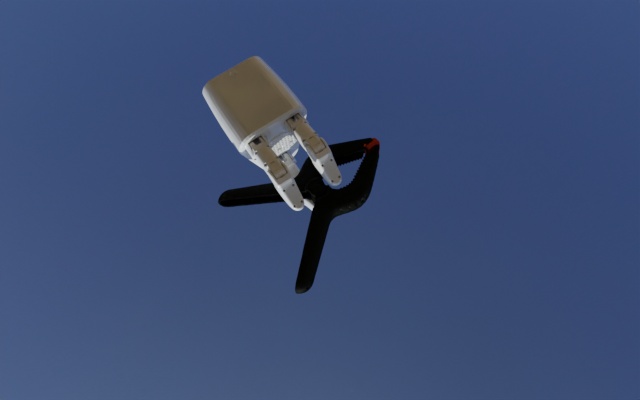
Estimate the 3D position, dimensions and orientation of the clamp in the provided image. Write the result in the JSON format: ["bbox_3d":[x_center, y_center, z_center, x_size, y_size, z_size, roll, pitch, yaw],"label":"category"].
[{"bbox_3d":[0.000,0.002,0.591,0.210,0.164,0.036,-33,-21,-9],"label":"clamp"}]
